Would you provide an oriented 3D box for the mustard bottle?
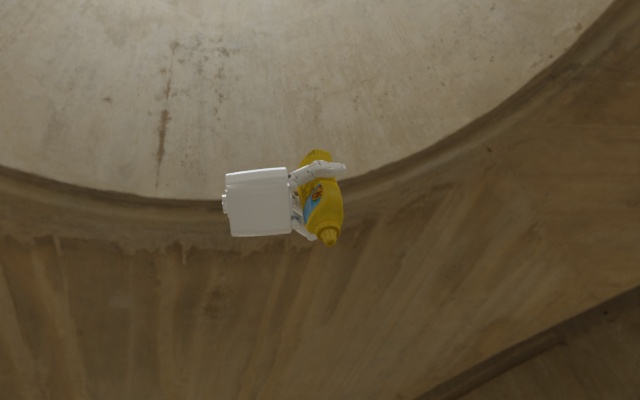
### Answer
[{"bbox_3d":[0.000,0.003,0.836,0.058,0.096,0.191,13,40,-24],"label":"mustard bottle"}]
